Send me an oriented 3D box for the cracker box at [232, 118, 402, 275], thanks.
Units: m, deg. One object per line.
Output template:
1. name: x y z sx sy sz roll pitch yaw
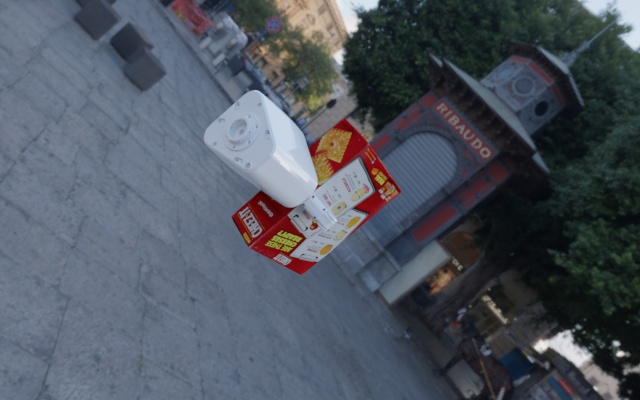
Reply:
1. cracker box: 0.000 0.002 0.713 0.214 0.072 0.164 -40 -33 6
